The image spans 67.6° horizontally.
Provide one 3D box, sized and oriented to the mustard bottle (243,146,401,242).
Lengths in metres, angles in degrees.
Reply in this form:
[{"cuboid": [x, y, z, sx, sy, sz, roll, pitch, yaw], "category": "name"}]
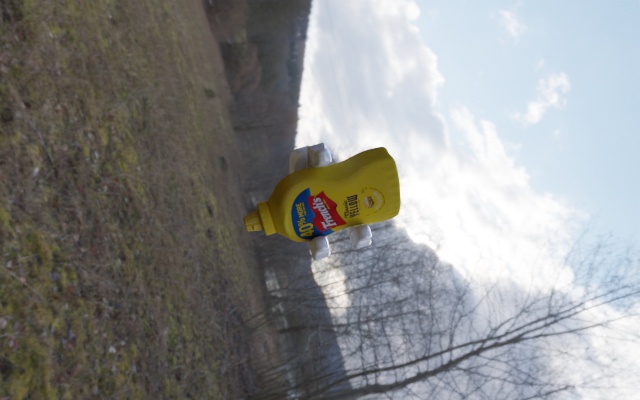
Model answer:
[{"cuboid": [0.000, 0.002, 0.586, 0.191, 0.096, 0.058, -16, 40, -6], "category": "mustard bottle"}]
